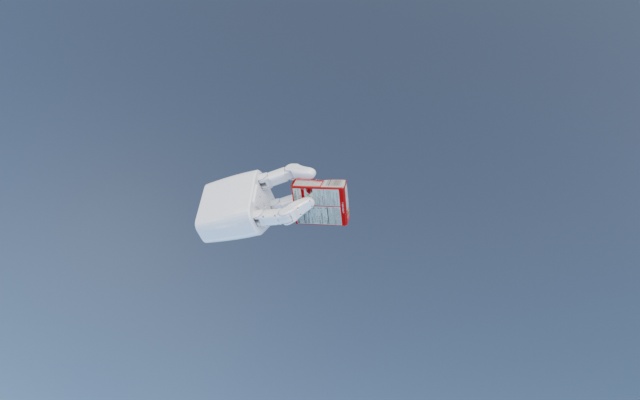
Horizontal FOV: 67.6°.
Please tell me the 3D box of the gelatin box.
[{"bbox_3d":[0.000,0.003,0.775,0.089,0.073,0.030,2,32,14],"label":"gelatin box"}]
